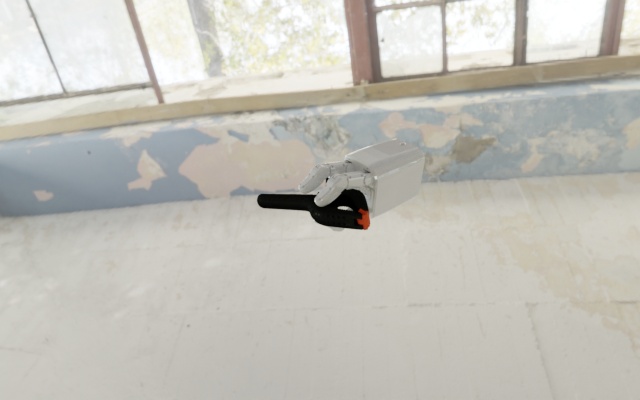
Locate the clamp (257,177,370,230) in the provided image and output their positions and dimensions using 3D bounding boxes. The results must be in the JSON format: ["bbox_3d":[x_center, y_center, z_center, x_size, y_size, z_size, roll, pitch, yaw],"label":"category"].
[{"bbox_3d":[0.001,0.003,0.790,0.164,0.036,0.210,-23,31,-21],"label":"clamp"}]
